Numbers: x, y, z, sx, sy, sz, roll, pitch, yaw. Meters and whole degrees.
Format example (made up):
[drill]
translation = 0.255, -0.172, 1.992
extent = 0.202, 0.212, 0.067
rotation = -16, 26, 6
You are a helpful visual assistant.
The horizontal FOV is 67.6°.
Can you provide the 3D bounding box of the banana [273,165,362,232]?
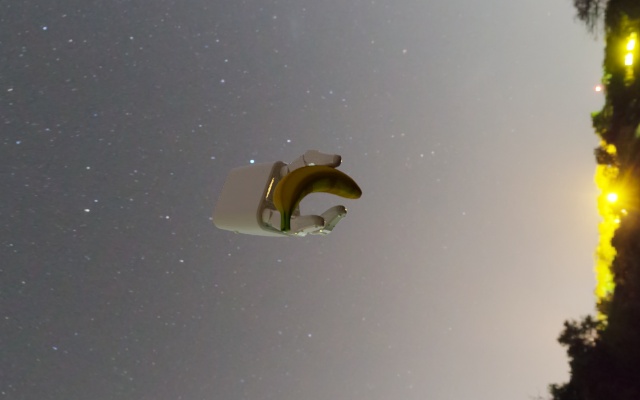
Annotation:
[banana]
translation = -0.006, -0.015, 0.648
extent = 0.037, 0.069, 0.197
rotation = -8, 9, 36
